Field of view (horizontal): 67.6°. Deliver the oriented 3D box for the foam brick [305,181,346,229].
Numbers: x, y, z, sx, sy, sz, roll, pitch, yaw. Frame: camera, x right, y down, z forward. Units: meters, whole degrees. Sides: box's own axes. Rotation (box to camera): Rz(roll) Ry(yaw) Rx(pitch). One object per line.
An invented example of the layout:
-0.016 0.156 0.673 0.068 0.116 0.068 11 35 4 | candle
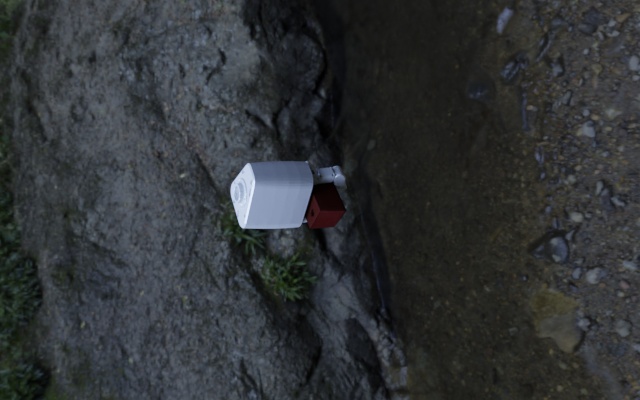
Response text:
0.000 0.003 0.824 0.051 0.078 0.053 -2 -38 -30 | foam brick
